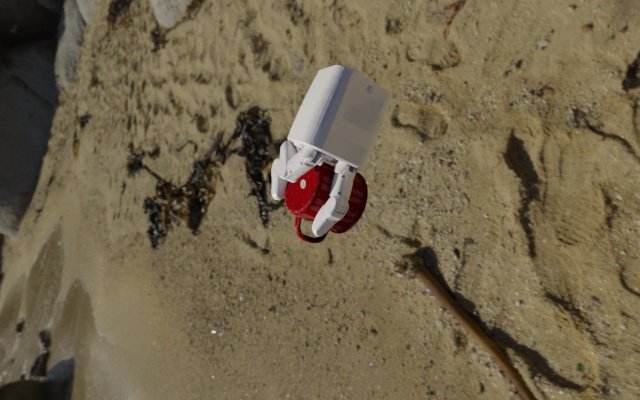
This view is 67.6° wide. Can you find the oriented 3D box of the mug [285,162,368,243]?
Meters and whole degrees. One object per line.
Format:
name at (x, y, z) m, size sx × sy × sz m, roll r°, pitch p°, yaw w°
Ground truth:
mug at (-0.001, 0.003, 0.661) m, size 0.081 × 0.117 × 0.093 m, roll 21°, pitch 2°, yaw -34°
